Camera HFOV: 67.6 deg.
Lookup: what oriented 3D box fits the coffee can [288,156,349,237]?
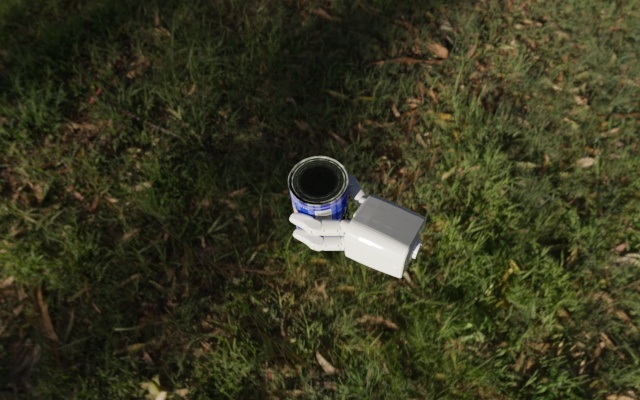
[{"bbox_3d":[0.000,0.003,0.859,0.103,0.102,0.140,0,-33,4],"label":"coffee can"}]
